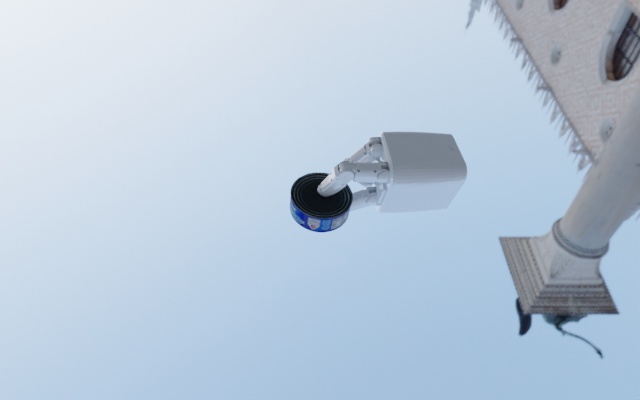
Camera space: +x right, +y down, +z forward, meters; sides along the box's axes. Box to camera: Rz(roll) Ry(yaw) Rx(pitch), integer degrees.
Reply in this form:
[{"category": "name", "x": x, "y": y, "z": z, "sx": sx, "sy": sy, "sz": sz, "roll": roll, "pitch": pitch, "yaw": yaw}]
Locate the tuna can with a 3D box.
[{"category": "tuna can", "x": 0.000, "y": 0.003, "z": 0.662, "sx": 0.086, "sy": 0.086, "sz": 0.034, "roll": 0, "pitch": -42, "yaw": -9}]
